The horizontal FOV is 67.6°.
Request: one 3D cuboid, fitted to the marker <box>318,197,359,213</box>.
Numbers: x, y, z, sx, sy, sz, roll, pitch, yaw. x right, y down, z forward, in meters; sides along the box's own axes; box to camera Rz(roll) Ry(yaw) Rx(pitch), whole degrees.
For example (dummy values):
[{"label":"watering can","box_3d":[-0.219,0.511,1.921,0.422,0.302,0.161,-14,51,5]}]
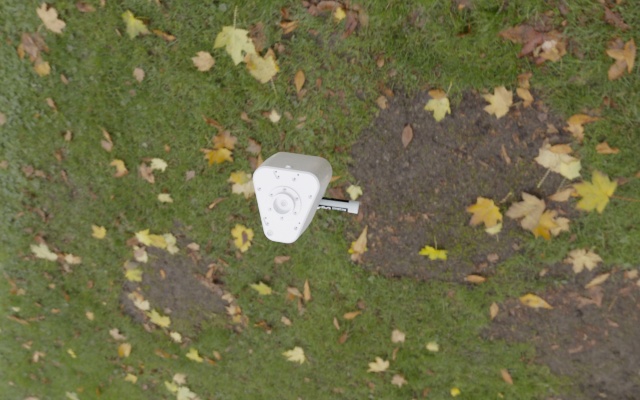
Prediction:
[{"label":"marker","box_3d":[0.000,0.002,0.758,0.121,0.020,0.020,8,1,7]}]
